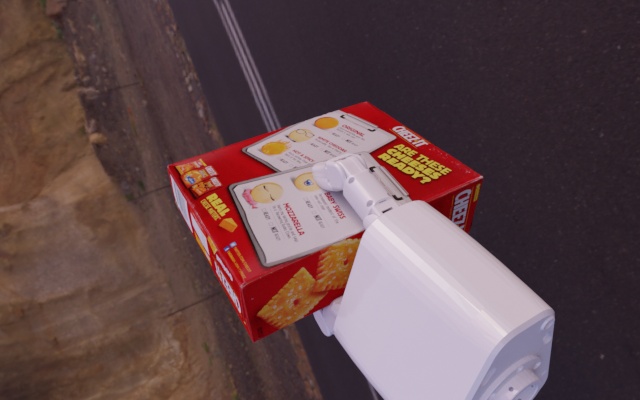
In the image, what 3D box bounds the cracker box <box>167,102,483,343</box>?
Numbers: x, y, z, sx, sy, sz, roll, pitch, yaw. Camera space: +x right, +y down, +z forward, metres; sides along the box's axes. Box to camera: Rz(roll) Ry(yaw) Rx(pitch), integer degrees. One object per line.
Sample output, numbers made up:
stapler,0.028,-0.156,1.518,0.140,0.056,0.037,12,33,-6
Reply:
cracker box,0.000,0.001,0.415,0.213,0.072,0.164,-22,43,-23
